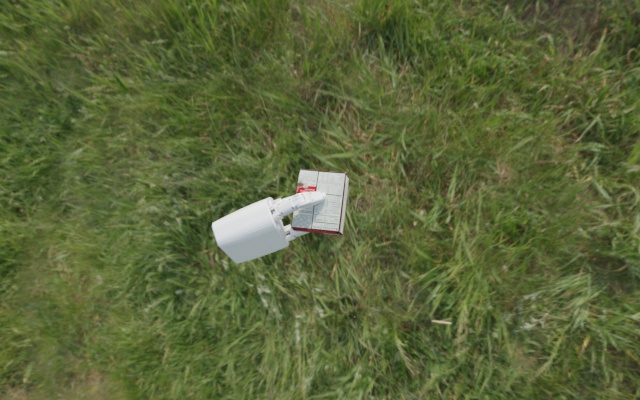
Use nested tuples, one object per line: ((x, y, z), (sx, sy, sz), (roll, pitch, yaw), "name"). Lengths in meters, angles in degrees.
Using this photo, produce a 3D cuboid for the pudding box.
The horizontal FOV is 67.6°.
((0.000, 0.003, 0.856), (0.090, 0.113, 0.039), (5, -10, 11), "pudding box")
